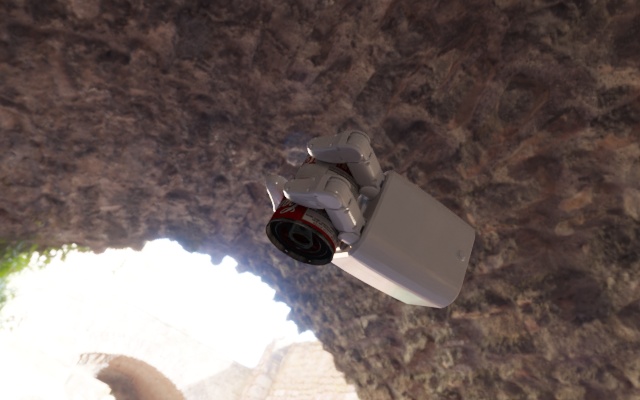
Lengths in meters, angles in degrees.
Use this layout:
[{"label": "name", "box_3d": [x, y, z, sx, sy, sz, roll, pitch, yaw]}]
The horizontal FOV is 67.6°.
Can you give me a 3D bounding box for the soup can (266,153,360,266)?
[{"label": "soup can", "box_3d": [0.000, 0.001, 0.459, 0.068, 0.102, 0.069, 19, -33, 13]}]
